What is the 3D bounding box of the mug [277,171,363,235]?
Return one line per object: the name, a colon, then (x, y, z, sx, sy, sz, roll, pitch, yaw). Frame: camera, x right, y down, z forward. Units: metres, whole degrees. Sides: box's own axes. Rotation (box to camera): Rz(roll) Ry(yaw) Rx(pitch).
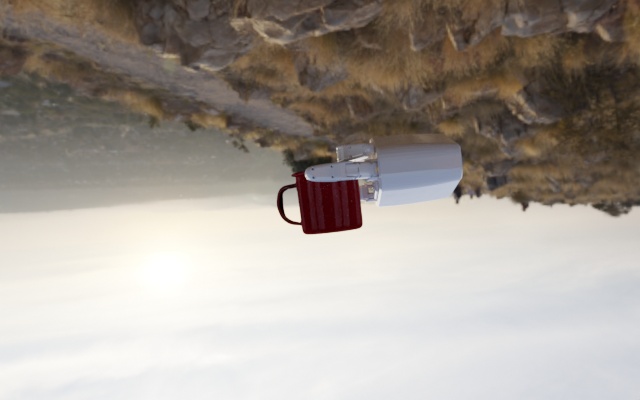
mug: (-0.001, 0.002, 0.632, 0.117, 0.081, 0.093, -7, -1, 2)
